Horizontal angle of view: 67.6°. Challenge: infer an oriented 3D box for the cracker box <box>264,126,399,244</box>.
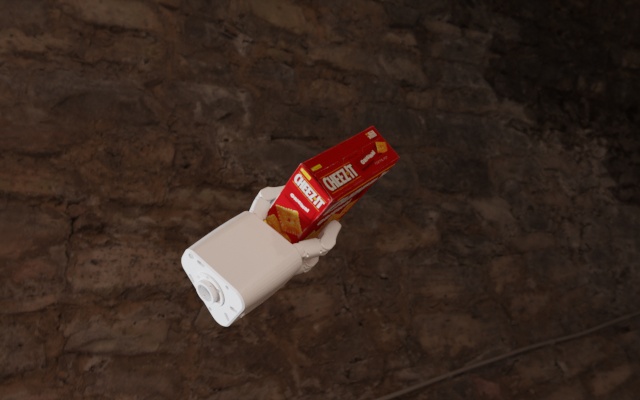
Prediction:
[{"bbox_3d":[0.000,0.002,0.713,0.164,0.072,0.214,-33,-11,-42],"label":"cracker box"}]
